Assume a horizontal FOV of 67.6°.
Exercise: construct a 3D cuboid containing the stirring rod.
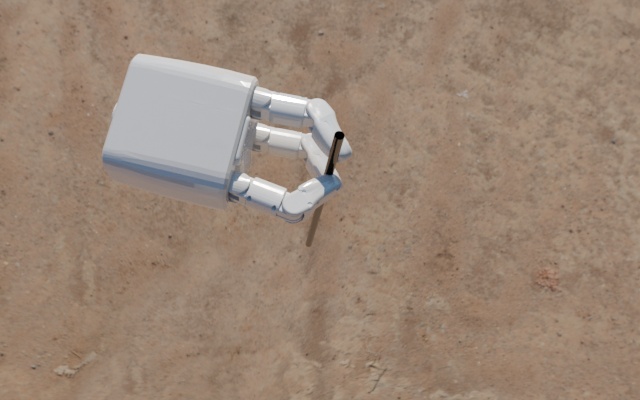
[{"bbox_3d":[0.000,0.002,0.472,0.011,0.011,0.240,0,-25,-8],"label":"stirring rod"}]
